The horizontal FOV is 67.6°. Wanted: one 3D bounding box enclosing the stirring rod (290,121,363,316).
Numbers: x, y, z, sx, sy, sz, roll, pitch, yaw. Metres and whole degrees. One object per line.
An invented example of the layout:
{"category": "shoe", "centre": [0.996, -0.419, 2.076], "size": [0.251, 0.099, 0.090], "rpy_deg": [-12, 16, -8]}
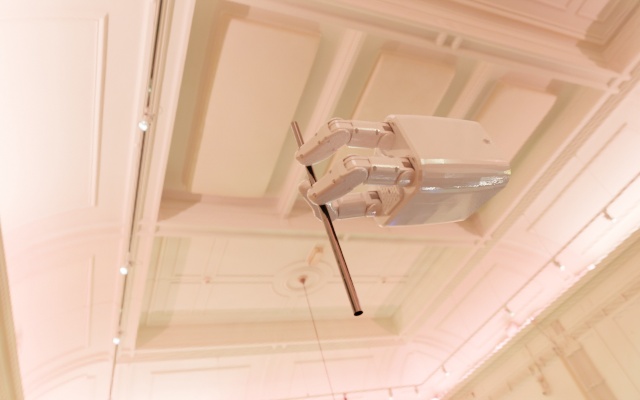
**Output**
{"category": "stirring rod", "centre": [0.000, 0.002, 0.446], "size": [0.011, 0.239, 0.011], "rpy_deg": [-10, -42, -10]}
